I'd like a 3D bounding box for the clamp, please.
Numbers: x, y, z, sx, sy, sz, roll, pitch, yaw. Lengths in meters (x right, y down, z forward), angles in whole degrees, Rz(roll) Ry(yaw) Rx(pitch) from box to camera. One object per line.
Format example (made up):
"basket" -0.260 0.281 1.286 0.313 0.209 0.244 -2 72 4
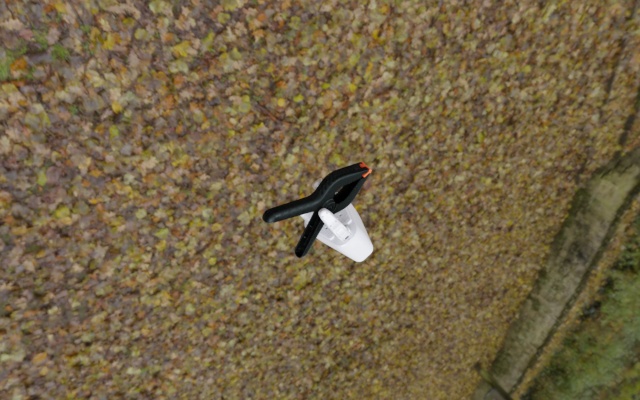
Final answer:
"clamp" 0.001 0.003 0.841 0.036 0.210 0.165 46 1 34
